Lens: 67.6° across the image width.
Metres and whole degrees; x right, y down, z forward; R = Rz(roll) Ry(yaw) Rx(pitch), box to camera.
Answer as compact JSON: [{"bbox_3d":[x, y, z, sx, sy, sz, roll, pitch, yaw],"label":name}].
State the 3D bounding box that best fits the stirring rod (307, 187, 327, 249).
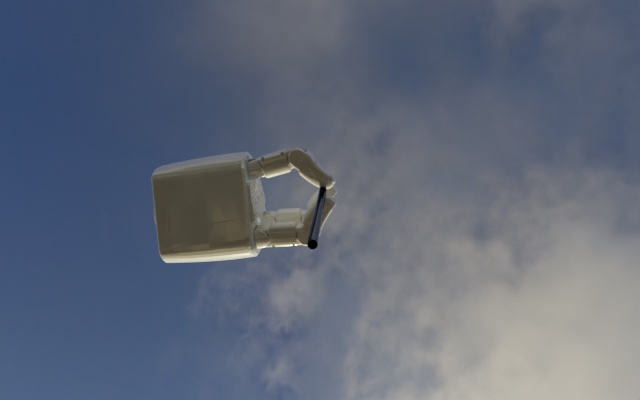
[{"bbox_3d":[0.000,0.002,0.479,0.011,0.011,0.239,0,15,3],"label":"stirring rod"}]
